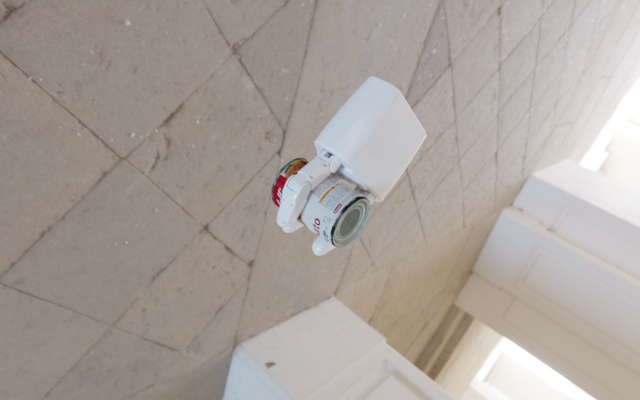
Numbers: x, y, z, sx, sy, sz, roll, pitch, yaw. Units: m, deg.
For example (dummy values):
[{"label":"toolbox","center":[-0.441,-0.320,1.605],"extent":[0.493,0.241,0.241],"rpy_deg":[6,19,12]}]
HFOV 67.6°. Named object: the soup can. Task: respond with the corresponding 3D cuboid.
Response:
[{"label":"soup can","center":[0.000,0.002,0.563],"extent":[0.102,0.068,0.068],"rpy_deg":[34,18,30]}]
